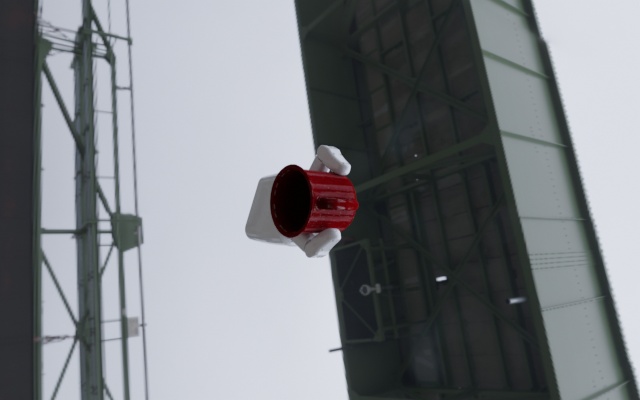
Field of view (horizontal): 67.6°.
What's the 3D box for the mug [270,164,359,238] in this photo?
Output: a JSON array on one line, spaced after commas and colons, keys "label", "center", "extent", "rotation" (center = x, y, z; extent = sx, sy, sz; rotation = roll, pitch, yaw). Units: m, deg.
[{"label": "mug", "center": [0.001, 0.002, 0.616], "extent": [0.081, 0.093, 0.117], "rotation": [3, -1, -39]}]
